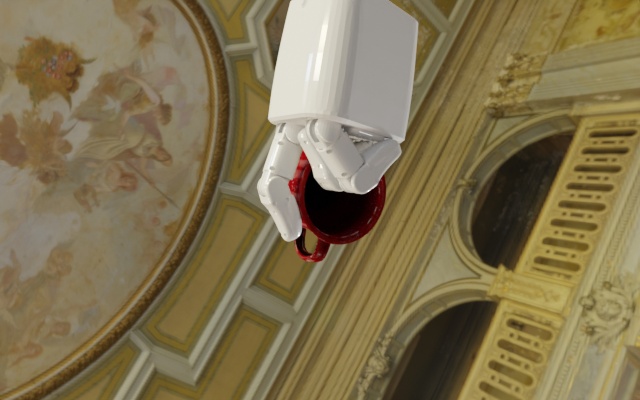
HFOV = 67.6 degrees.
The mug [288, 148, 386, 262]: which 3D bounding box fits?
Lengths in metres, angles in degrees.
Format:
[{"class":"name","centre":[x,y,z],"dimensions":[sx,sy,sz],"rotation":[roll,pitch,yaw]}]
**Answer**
[{"class":"mug","centre":[0.000,0.003,0.463],"dimensions":[0.093,0.117,0.081],"rotation":[11,1,-30]}]
